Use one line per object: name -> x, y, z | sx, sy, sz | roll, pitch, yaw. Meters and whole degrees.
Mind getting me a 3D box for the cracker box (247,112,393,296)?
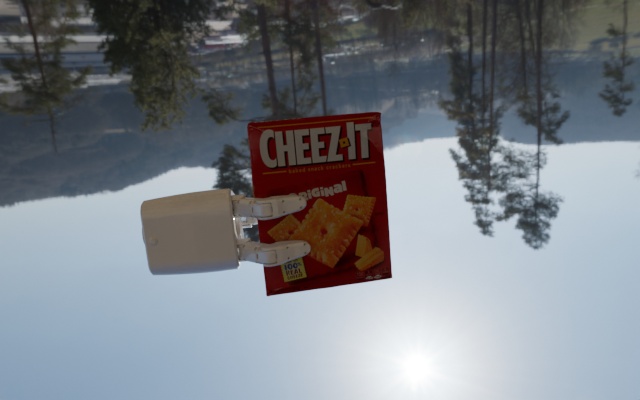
cracker box -> 0.000, 0.002, 0.604 | 0.164, 0.214, 0.072 | -6, 10, -6
